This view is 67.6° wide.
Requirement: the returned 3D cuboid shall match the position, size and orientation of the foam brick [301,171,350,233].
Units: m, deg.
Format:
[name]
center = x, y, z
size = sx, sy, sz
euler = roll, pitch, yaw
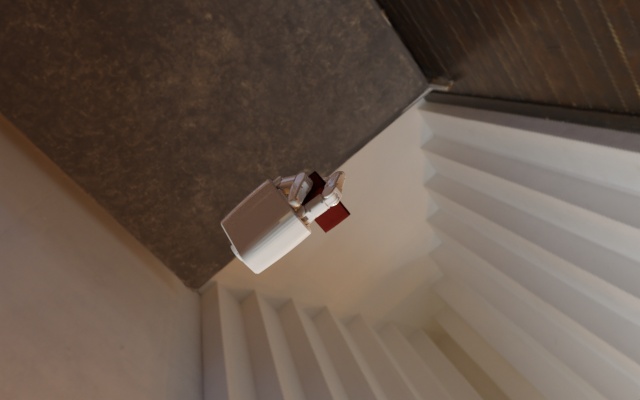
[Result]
[foam brick]
center = 0.000, 0.003, 0.764
size = 0.051, 0.078, 0.053
euler = -40, 32, 0
